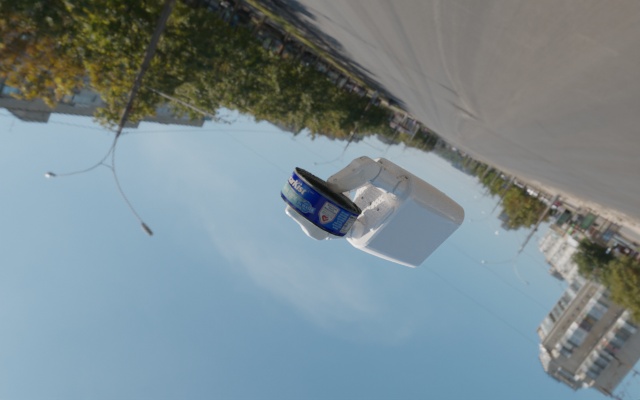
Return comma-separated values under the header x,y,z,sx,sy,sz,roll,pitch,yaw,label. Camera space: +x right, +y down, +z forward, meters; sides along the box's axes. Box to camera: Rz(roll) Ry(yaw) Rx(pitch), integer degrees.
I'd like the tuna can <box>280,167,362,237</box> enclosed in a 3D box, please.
x,y,z,sx,sy,sz,roll,pitch,yaw,label
0.000,0.002,0.510,0.086,0.034,0.086,33,9,-6,tuna can
